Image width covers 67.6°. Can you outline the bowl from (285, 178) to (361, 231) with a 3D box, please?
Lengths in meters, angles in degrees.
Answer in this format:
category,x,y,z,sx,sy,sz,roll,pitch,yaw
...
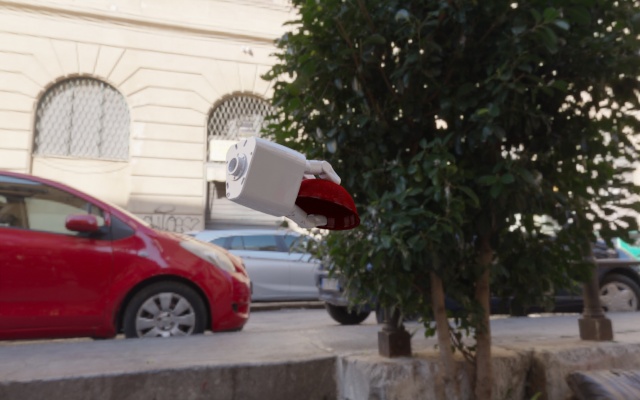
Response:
category,x,y,z,sx,sy,sz,roll,pitch,yaw
bowl,0.001,0.003,0.899,0.162,0.055,0.162,11,-22,4
